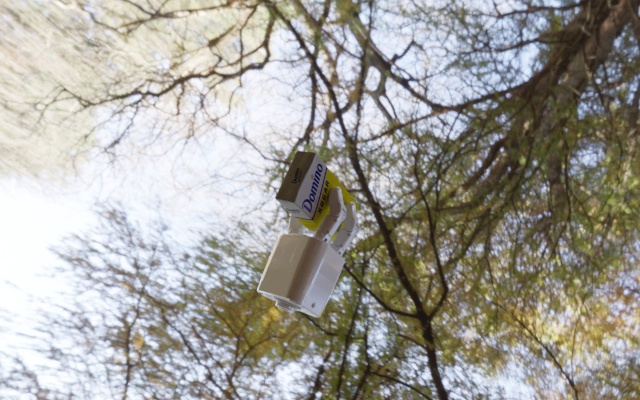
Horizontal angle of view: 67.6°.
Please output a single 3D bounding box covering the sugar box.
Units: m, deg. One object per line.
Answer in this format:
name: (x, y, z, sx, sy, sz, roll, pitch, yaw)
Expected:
sugar box: (0.001, 0.003, 0.810, 0.048, 0.093, 0.176, 10, -23, 33)
